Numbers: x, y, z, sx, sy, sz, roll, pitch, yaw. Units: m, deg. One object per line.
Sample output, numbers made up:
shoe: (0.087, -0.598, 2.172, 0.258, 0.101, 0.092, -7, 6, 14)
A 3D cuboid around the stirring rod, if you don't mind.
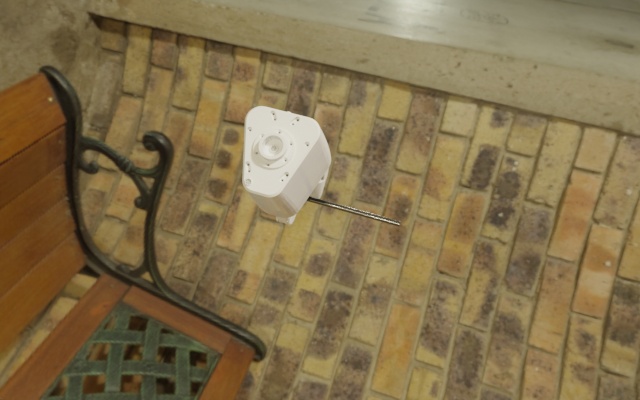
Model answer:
stirring rod: (0.000, 0.002, 0.709, 0.239, 0.011, 0.011, 16, 3, 10)
